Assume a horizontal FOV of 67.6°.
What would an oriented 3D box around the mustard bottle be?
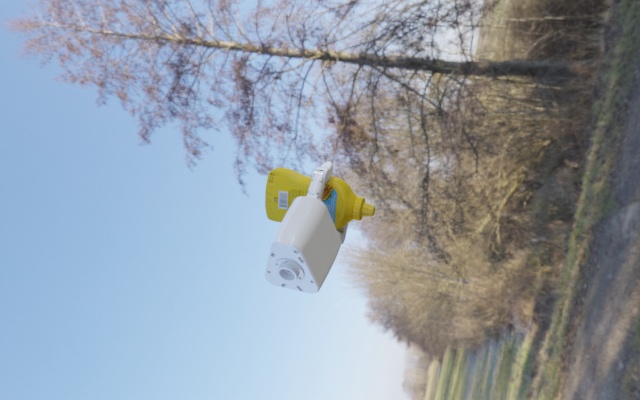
[{"bbox_3d":[0.000,0.003,0.834,0.191,0.096,0.058,10,18,16],"label":"mustard bottle"}]
